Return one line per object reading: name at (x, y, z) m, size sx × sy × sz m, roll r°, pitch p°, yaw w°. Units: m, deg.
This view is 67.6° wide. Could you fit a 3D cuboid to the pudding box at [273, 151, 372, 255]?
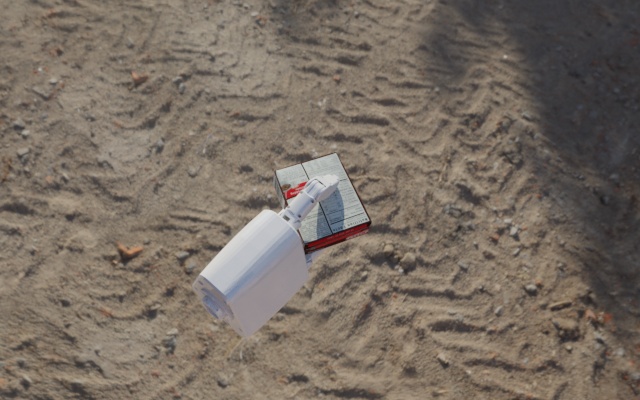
pudding box at (0.000, 0.002, 0.595) m, size 0.090 × 0.113 × 0.039 m, roll -17°, pitch -24°, yaw -14°
